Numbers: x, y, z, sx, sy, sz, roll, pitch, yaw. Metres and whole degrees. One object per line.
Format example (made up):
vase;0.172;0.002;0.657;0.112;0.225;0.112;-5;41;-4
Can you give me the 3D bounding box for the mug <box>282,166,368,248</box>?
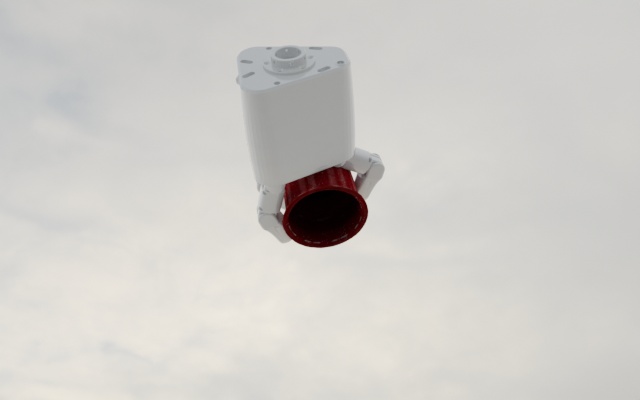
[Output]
mug;0.000;0.003;0.548;0.093;0.117;0.081;-7;43;-5
